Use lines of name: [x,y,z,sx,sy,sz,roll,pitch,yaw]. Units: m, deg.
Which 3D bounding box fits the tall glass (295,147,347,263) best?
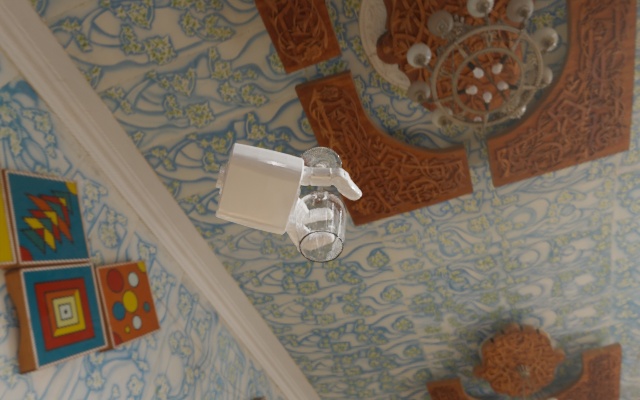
tall glass: [0.000,0.002,0.736,0.079,0.079,0.200,0,39,-1]
